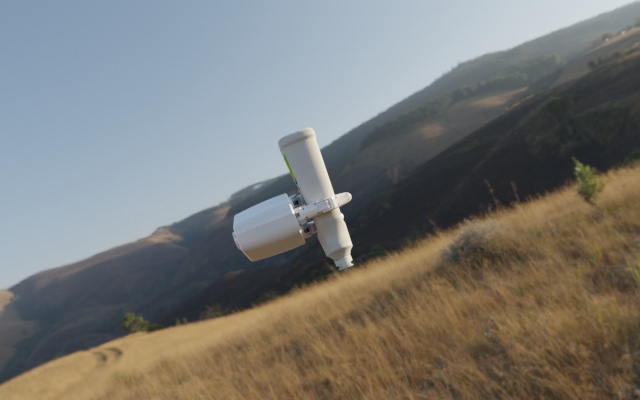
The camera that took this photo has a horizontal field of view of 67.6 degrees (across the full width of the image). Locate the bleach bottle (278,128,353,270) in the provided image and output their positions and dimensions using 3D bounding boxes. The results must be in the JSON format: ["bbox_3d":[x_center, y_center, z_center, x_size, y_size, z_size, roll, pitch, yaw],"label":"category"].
[{"bbox_3d":[0.000,0.003,0.852,0.068,0.251,0.102,-21,-3,-3],"label":"bleach bottle"}]
